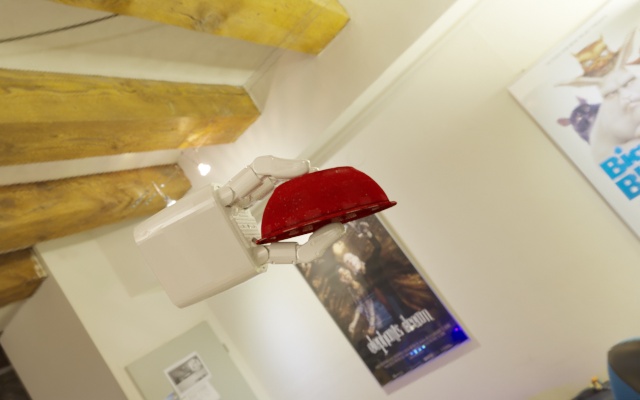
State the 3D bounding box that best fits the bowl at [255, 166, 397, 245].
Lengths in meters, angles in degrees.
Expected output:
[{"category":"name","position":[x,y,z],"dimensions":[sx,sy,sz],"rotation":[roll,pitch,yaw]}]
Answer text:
[{"category":"bowl","position":[0.001,0.001,0.529],"dimensions":[0.162,0.055,0.162],"rotation":[-15,-6,-2]}]
